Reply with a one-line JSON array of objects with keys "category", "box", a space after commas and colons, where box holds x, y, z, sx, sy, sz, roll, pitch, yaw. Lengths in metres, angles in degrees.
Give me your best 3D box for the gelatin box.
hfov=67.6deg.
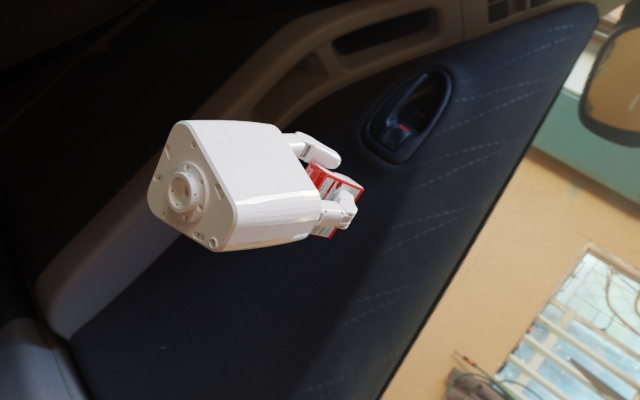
[{"category": "gelatin box", "box": [0.001, 0.002, 0.534, 0.030, 0.073, 0.089, 40, 12, 31]}]
